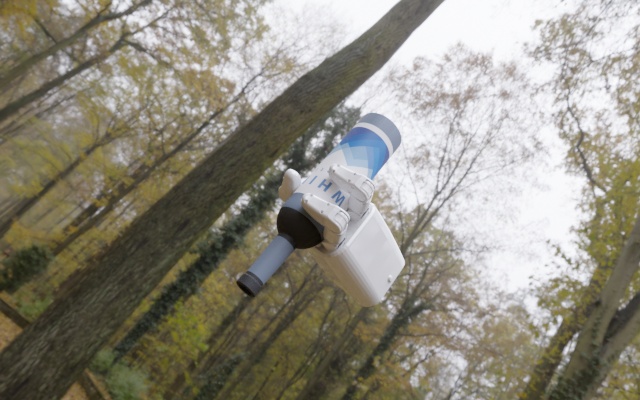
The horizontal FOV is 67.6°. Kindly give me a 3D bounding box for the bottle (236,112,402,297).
[{"bbox_3d":[0.000,0.002,0.607,0.069,0.069,0.295,0,42,52],"label":"bottle"}]
